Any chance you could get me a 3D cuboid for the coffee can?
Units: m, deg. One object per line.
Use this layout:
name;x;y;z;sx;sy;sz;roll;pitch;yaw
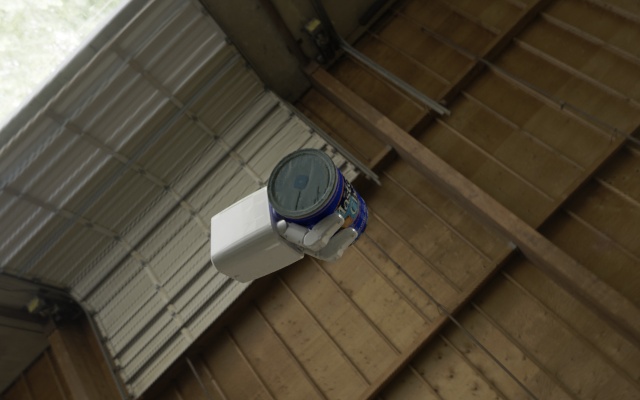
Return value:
coffee can;0.000;0.002;0.693;0.103;0.102;0.140;0;-24;25
